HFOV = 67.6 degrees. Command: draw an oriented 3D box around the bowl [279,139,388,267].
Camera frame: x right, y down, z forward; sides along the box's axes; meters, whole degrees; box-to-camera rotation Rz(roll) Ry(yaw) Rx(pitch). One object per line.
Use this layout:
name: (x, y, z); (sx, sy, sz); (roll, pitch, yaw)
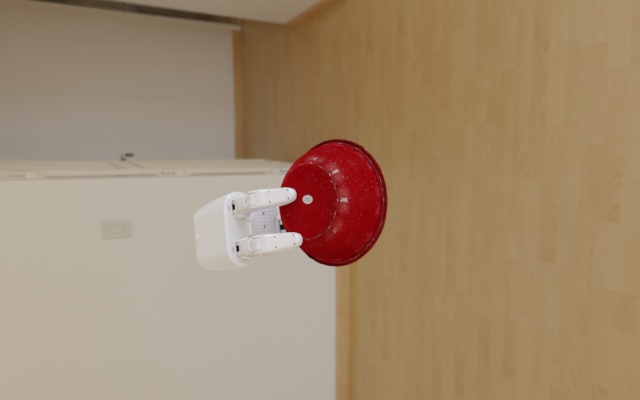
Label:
bowl: (0.001, 0.001, 0.584); (0.162, 0.162, 0.055); (0, -2, 39)
